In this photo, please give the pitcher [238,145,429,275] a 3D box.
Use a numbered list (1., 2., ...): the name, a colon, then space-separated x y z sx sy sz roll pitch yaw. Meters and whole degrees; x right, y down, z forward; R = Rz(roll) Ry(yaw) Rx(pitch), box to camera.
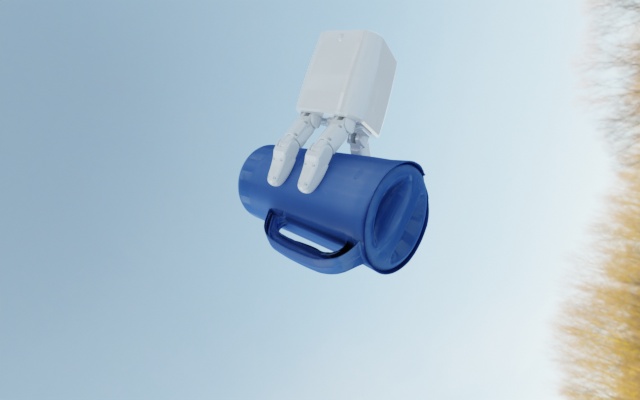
1. pitcher: 0.000 0.002 0.608 0.243 0.145 0.149 16 1 40
